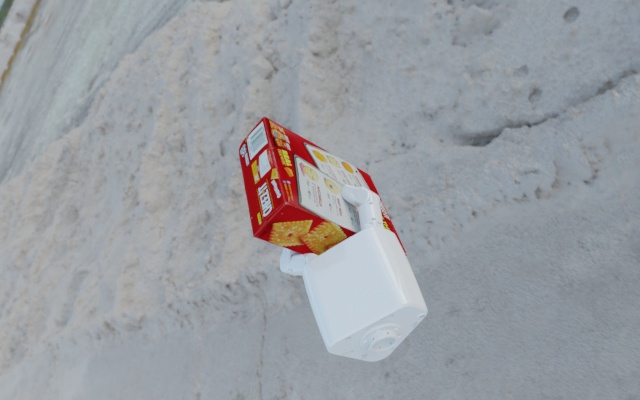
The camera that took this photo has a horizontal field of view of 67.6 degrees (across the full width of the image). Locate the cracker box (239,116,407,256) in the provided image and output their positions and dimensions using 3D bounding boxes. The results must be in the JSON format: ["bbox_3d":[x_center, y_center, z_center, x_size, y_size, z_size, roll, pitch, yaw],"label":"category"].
[{"bbox_3d":[0.000,0.002,0.641,0.214,0.164,0.072,25,-58,-38],"label":"cracker box"}]
